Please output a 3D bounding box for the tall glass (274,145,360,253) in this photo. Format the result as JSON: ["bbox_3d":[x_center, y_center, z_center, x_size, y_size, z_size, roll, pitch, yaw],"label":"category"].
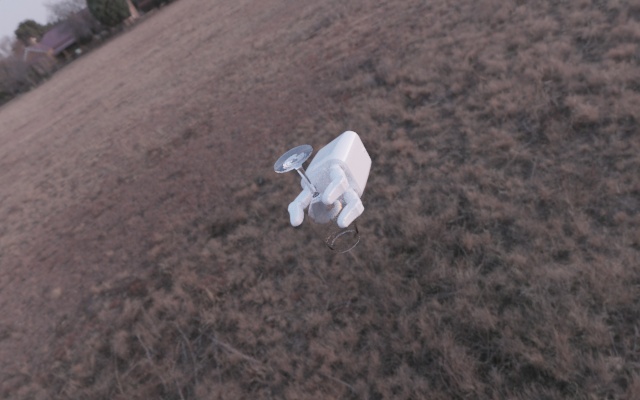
[{"bbox_3d":[0.000,0.002,0.849,0.079,0.201,0.079,-24,29,14],"label":"tall glass"}]
